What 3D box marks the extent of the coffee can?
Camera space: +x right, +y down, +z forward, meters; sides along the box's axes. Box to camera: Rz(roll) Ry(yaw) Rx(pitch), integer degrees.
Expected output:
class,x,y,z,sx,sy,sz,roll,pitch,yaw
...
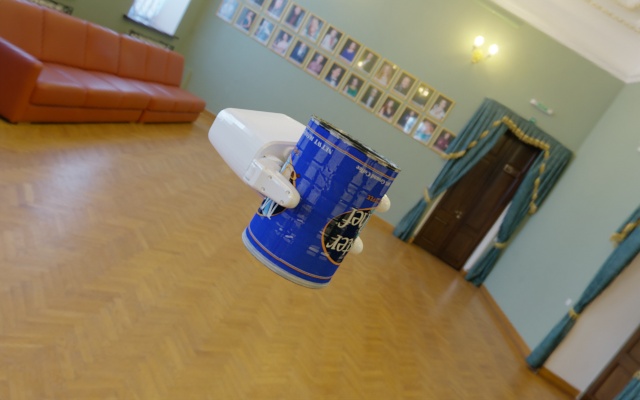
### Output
class,x,y,z,sx,sy,sz,roll,pitch,yaw
coffee can,0.000,0.002,0.477,0.103,0.140,0.102,30,11,-7
